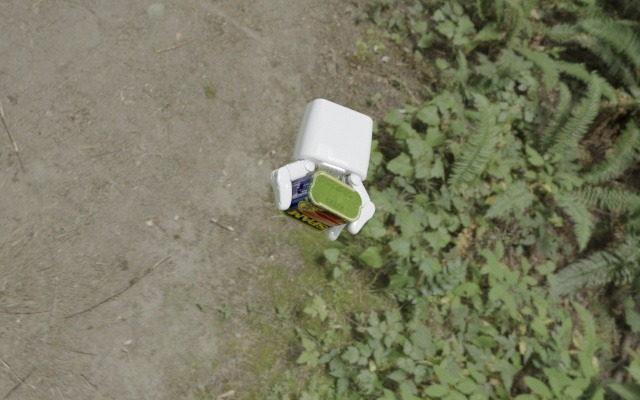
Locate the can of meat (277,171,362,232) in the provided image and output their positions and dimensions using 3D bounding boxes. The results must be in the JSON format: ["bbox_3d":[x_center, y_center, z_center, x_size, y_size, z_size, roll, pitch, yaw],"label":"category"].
[{"bbox_3d":[0.000,0.002,0.714,0.102,0.057,0.084,27,-27,-31],"label":"can of meat"}]
